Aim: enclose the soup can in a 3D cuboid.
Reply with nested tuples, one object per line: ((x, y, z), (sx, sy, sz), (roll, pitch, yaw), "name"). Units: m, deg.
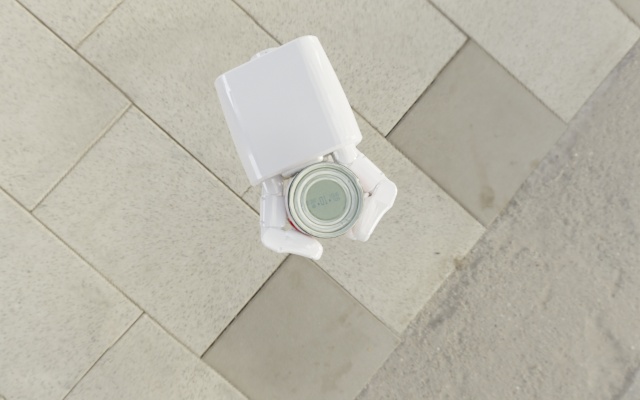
((0.000, 0.002, 0.451), (0.068, 0.068, 0.102), (0, -3, -6), "soup can")
